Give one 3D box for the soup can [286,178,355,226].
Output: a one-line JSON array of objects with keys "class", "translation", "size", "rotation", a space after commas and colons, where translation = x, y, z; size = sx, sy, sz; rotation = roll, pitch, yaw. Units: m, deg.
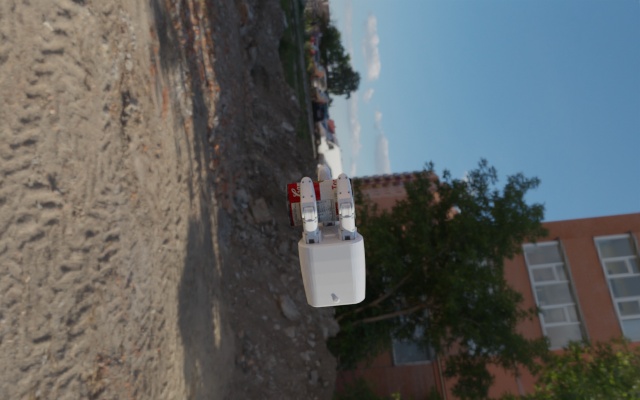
[{"class": "soup can", "translation": [0.000, 0.002, 0.748], "size": [0.102, 0.068, 0.068], "rotation": [-6, 0, 1]}]
